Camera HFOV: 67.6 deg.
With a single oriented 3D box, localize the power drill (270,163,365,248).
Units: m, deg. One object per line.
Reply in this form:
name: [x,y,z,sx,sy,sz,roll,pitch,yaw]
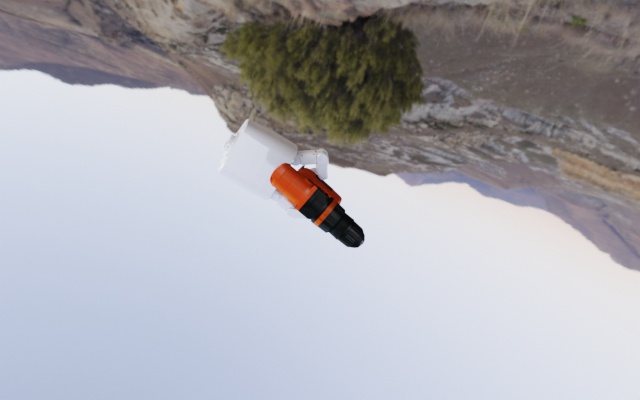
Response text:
power drill: [0.000,0.003,0.835,0.184,0.057,0.187,42,4,-3]
